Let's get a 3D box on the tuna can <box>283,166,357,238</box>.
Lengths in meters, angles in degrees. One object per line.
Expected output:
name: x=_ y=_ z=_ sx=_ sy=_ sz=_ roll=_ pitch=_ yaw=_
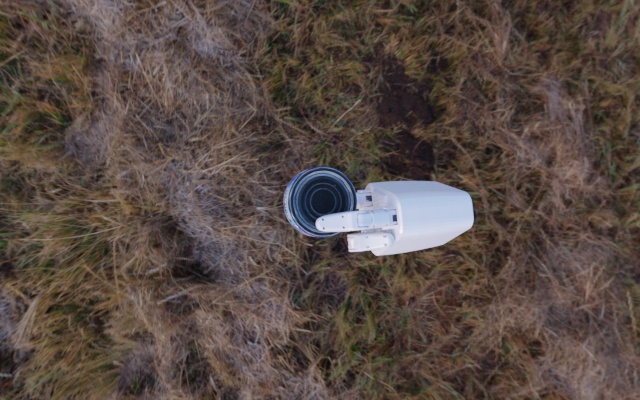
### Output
tuna can: x=0.000 y=0.002 z=0.576 sx=0.086 sy=0.086 sz=0.034 roll=0 pitch=-1 yaw=-14
